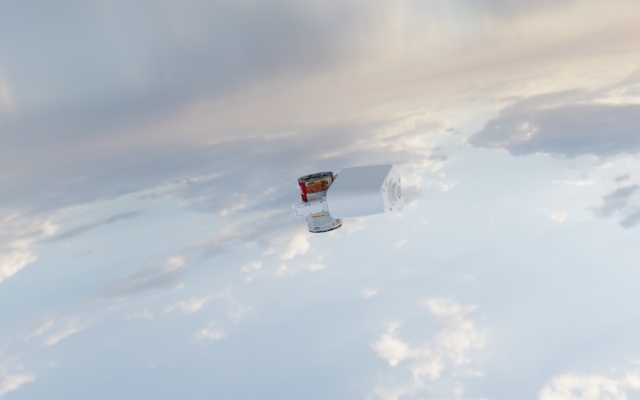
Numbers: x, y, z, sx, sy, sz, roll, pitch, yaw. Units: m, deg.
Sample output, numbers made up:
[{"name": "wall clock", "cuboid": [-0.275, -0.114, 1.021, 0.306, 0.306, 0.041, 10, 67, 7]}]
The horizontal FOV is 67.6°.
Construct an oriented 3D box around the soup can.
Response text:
[{"name": "soup can", "cuboid": [0.000, 0.003, 0.896, 0.068, 0.102, 0.068, -11, 12, 2]}]
